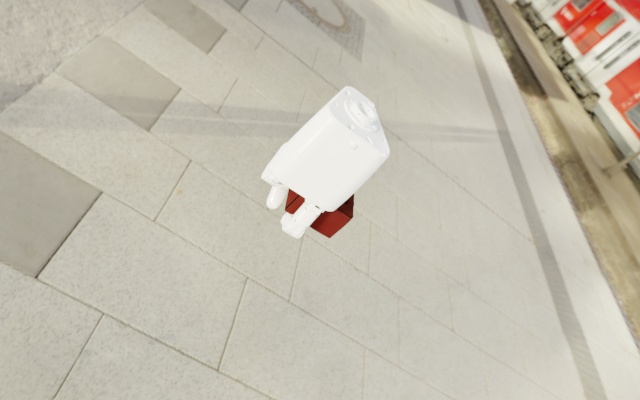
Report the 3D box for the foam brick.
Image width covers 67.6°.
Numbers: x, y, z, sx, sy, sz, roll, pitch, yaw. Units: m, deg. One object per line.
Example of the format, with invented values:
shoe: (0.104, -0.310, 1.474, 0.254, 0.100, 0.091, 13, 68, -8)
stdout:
foam brick: (0.000, 0.002, 0.632, 0.078, 0.053, 0.051, 33, -55, -20)
